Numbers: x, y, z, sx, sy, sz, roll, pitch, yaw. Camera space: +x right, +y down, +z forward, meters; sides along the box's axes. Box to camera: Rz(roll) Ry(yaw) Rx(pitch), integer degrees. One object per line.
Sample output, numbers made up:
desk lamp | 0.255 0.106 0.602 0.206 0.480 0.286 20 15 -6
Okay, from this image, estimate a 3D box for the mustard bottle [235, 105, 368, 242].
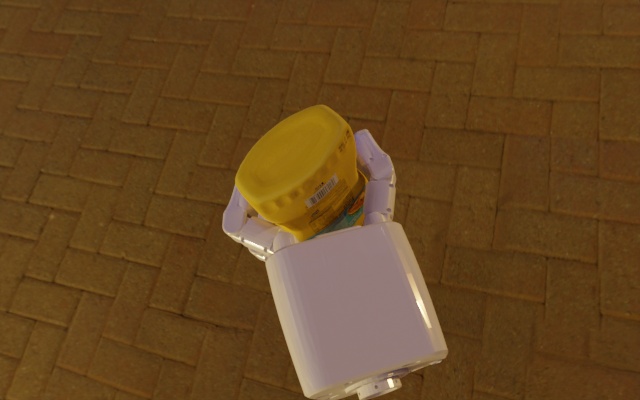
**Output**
mustard bottle | 0.000 0.001 0.437 0.058 0.096 0.192 43 -7 27
